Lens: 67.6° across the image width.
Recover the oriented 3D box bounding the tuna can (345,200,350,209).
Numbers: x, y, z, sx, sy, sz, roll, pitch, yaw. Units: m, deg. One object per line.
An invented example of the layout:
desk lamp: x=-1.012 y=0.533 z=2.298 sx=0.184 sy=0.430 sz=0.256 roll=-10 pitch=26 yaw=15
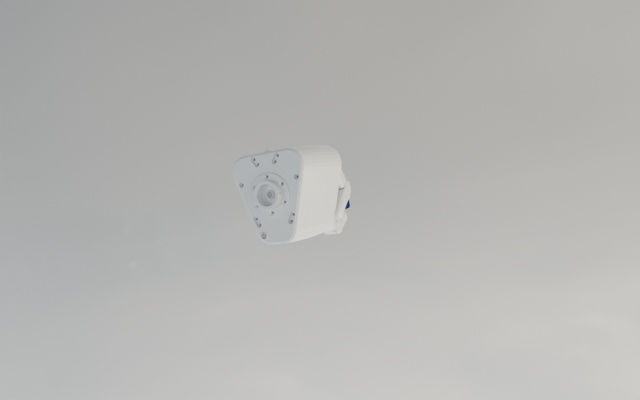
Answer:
tuna can: x=0.000 y=0.003 z=0.710 sx=0.086 sy=0.034 sz=0.086 roll=-12 pitch=3 yaw=1
